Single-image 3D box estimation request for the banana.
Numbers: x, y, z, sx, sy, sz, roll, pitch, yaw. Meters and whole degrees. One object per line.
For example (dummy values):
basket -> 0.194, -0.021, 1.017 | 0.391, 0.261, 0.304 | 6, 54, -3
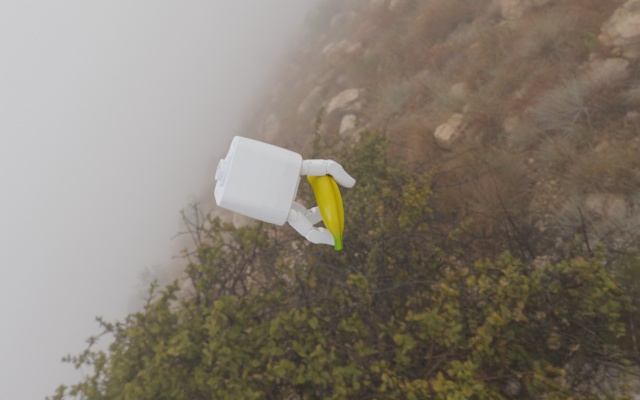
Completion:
banana -> 0.005, -0.010, 0.772 | 0.037, 0.070, 0.197 | 3, 37, -16
